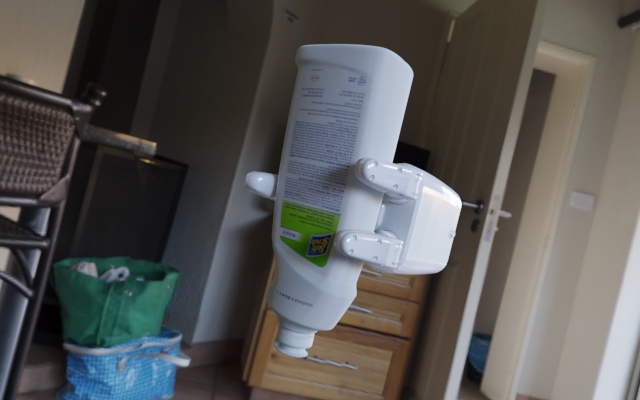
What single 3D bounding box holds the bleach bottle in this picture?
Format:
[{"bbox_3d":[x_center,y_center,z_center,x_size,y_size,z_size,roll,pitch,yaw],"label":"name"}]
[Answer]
[{"bbox_3d":[0.000,0.001,0.402,0.102,0.251,0.068,14,-1,37],"label":"bleach bottle"}]
